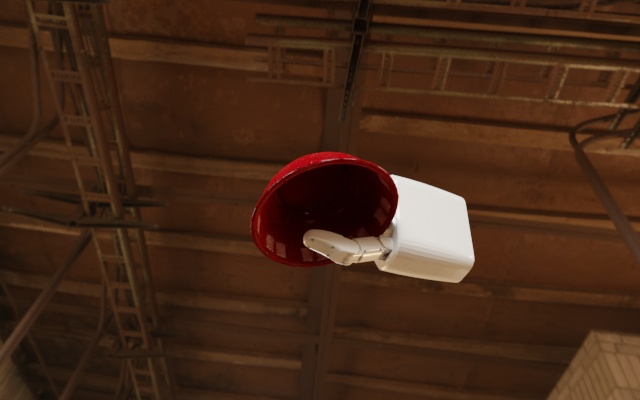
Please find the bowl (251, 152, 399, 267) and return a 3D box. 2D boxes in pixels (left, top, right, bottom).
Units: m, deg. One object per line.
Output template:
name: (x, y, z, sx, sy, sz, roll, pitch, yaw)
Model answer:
bowl: (-0.001, 0.001, 0.521, 0.162, 0.162, 0.055, 0, 44, -21)
